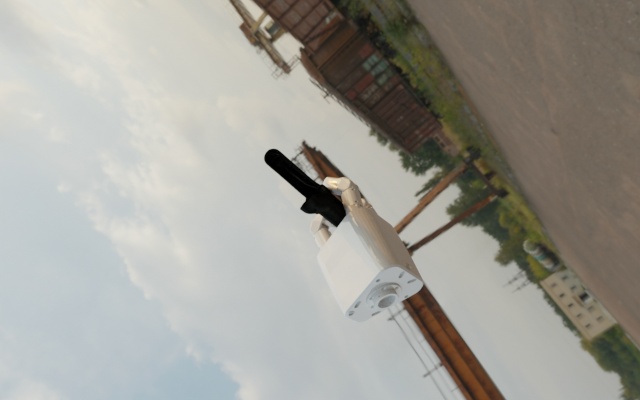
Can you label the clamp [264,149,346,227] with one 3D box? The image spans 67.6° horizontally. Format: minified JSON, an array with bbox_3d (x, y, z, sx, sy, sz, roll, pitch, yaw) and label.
[{"bbox_3d":[0.000,0.003,0.652,0.171,0.039,0.120,34,19,-42],"label":"clamp"}]
